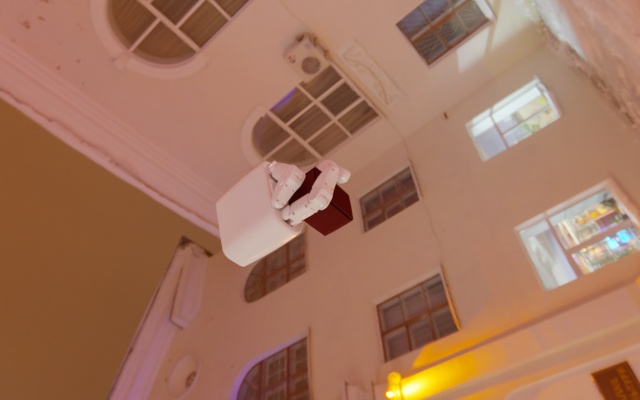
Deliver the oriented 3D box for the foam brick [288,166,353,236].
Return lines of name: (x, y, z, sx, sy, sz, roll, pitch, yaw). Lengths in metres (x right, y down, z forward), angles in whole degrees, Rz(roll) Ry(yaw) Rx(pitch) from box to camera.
foam brick: (0.000, 0.002, 0.667, 0.051, 0.053, 0.078, -35, -54, 25)
